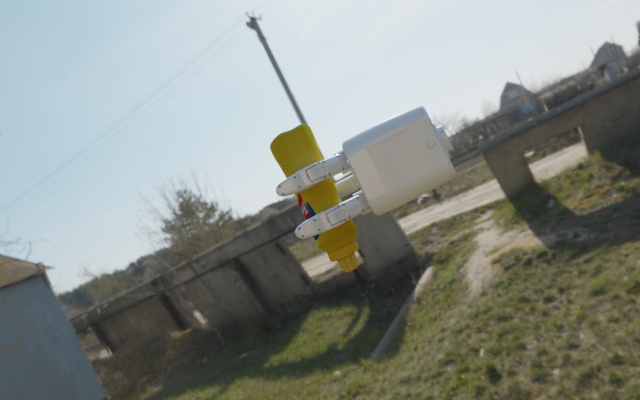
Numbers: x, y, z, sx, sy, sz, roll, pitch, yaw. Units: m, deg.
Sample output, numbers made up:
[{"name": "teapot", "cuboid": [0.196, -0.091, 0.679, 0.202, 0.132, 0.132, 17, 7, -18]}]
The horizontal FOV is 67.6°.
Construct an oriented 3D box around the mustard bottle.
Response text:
[{"name": "mustard bottle", "cuboid": [0.000, 0.002, 0.613, 0.058, 0.191, 0.096, -26, -1, -10]}]
